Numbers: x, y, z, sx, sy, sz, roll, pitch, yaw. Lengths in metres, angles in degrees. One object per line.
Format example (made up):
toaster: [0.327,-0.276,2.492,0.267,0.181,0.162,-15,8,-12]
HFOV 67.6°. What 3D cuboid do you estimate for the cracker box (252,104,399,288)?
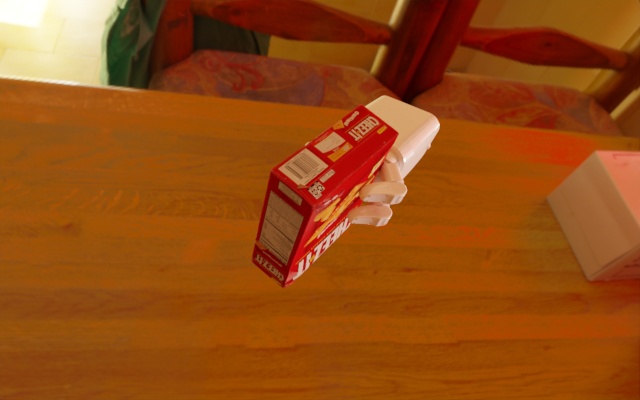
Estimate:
cracker box: [0.000,0.002,0.621,0.164,0.072,0.214,-41,-17,-33]
